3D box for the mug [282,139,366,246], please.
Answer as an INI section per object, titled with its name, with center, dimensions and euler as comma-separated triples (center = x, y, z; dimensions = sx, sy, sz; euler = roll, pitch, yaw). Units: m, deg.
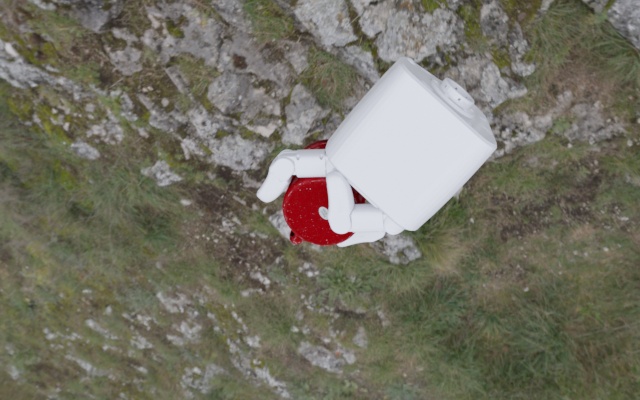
[mug]
center = -0.001, 0.003, 0.511
dimensions = 0.093, 0.117, 0.081
euler = 35, 30, -10
